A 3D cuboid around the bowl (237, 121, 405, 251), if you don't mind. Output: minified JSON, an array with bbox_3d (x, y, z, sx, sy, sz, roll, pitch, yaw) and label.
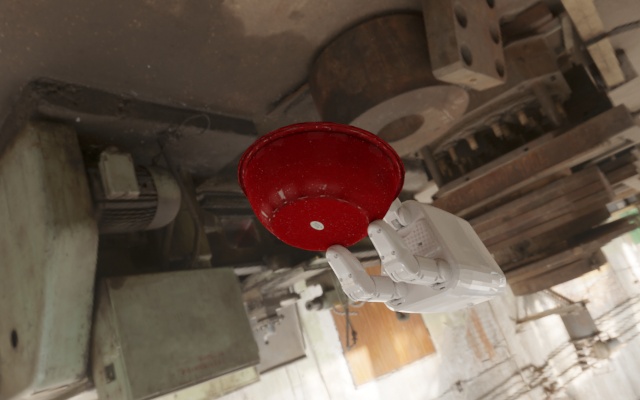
[{"bbox_3d":[-0.001,0.001,0.449,0.162,0.055,0.162,1,-36,1],"label":"bowl"}]
